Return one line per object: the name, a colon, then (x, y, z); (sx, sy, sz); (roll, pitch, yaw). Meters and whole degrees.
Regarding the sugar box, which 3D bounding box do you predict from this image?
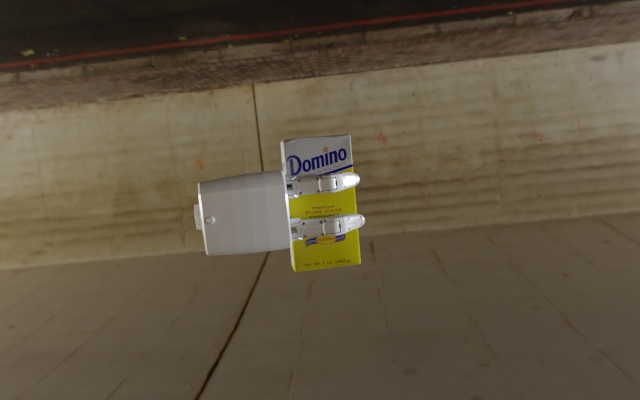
sugar box: (0.000, 0.002, 0.646); (0.093, 0.176, 0.048); (-7, 7, -9)
